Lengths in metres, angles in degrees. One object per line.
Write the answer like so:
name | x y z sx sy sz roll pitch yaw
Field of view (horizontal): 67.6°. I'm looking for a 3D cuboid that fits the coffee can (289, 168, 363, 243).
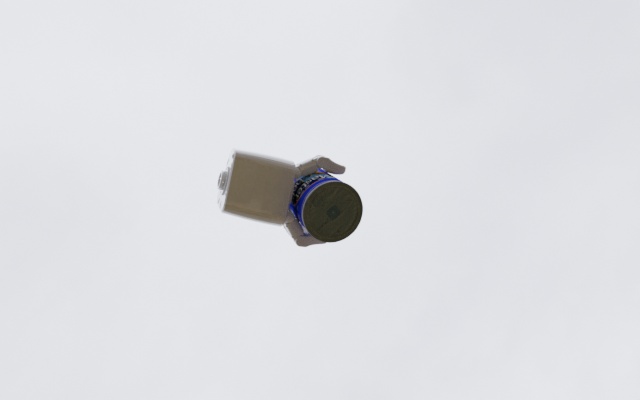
coffee can | 0.000 0.003 0.828 0.103 0.103 0.140 0 14 -18
